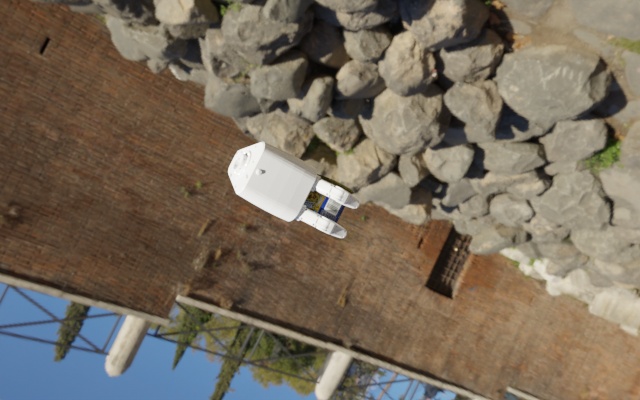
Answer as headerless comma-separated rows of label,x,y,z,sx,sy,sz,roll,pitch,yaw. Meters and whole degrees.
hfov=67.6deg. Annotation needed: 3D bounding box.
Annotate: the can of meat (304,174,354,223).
can of meat,0.000,0.003,0.844,0.057,0.084,0.102,28,-3,-34
